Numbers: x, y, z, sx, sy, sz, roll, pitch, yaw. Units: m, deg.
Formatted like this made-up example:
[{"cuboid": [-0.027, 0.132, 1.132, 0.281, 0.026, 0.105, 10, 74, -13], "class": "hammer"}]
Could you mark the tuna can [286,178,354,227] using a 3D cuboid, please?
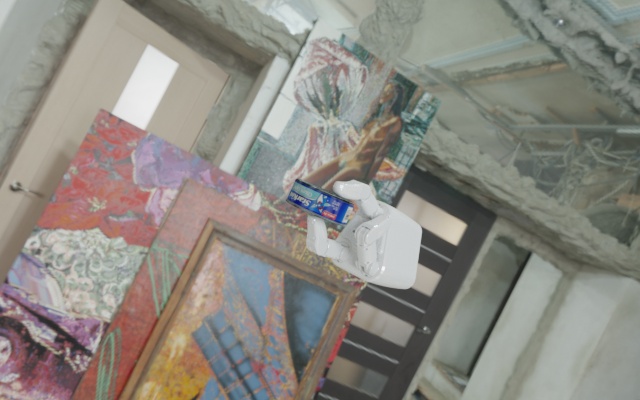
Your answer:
[{"cuboid": [0.000, 0.002, 0.628, 0.086, 0.034, 0.086, 24, 3, -1], "class": "tuna can"}]
